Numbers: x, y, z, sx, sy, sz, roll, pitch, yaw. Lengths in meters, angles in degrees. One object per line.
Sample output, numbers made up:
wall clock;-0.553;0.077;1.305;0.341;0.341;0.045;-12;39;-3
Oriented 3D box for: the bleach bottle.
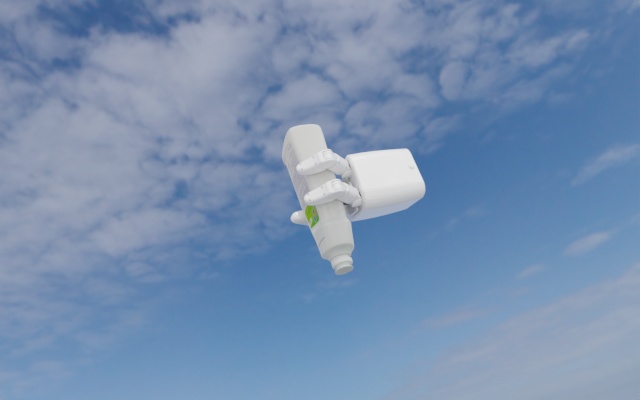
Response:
bleach bottle;0.000;0.002;0.763;0.068;0.250;0.103;-9;-30;-15
